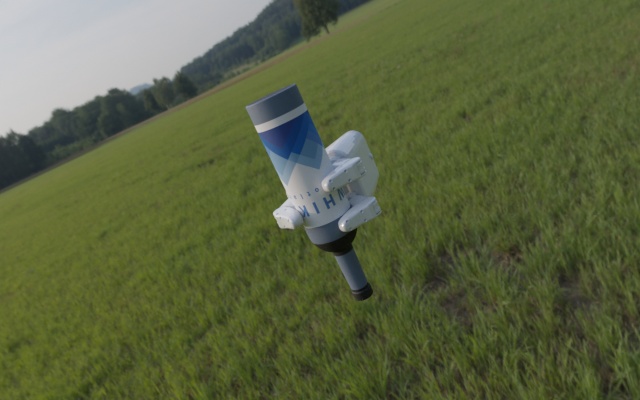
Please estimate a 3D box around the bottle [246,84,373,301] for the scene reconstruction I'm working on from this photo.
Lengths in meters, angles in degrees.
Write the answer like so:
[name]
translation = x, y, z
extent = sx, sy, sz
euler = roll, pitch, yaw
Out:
[bottle]
translation = 0.000, 0.002, 0.612
extent = 0.069, 0.296, 0.069
euler = -23, 17, 7
